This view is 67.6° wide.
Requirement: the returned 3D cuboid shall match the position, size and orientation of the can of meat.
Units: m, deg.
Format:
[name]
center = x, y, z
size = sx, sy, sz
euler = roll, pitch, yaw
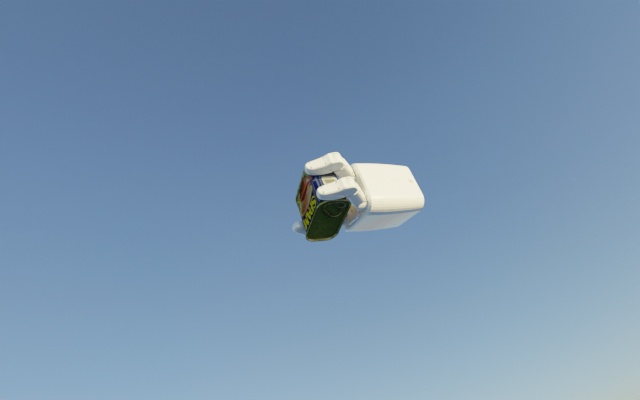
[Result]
[can of meat]
center = 0.000, 0.002, 0.772
size = 0.057, 0.084, 0.102
euler = -3, -40, -22
